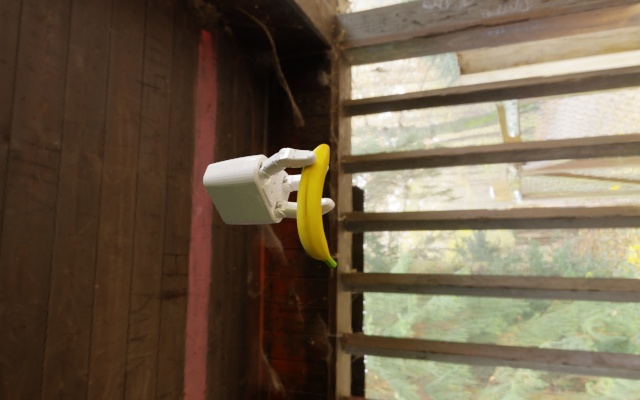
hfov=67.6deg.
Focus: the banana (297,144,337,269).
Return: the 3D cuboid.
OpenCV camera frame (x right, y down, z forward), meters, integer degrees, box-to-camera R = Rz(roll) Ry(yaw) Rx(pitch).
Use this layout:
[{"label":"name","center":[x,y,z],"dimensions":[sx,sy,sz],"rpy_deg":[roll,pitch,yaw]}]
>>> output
[{"label":"banana","center":[-0.009,0.002,0.721],"dimensions":[0.037,0.197,0.069],"rpy_deg":[-8,-14,27]}]
